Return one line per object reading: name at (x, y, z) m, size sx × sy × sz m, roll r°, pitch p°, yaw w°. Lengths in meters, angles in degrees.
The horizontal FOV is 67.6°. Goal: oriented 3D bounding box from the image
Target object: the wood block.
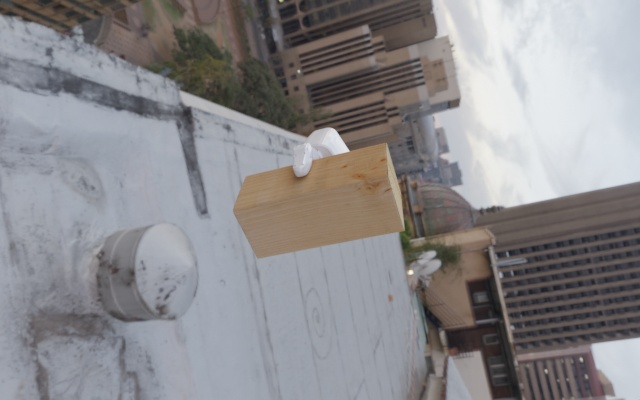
wood block at (0.000, 0.002, 0.648) m, size 0.206 × 0.091 × 0.090 m, roll -13°, pitch 33°, yaw 14°
